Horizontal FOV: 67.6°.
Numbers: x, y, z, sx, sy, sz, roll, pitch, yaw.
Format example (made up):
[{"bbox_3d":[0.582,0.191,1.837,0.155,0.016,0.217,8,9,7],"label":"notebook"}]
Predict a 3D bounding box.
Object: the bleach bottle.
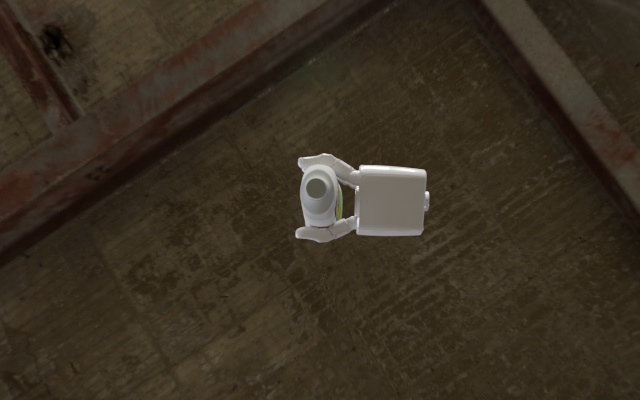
[{"bbox_3d":[0.000,0.002,0.772,0.068,0.102,0.251,3,-5,3],"label":"bleach bottle"}]
